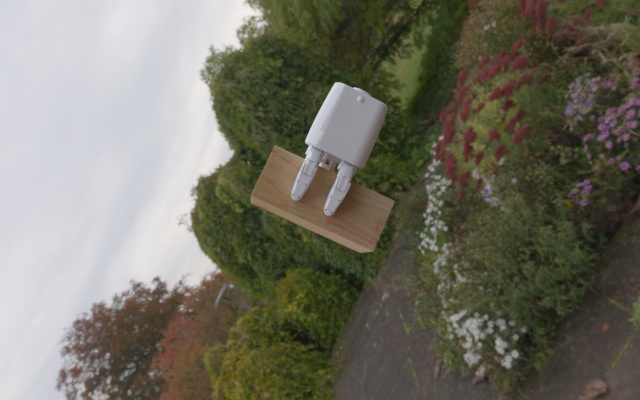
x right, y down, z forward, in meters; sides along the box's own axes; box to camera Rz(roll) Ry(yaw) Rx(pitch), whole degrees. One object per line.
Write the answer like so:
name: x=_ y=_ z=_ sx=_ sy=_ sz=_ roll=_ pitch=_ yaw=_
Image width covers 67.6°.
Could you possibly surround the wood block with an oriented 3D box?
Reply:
wood block: x=0.000 y=0.002 z=0.772 sx=0.206 sy=0.090 sz=0.091 roll=25 pitch=-10 yaw=-4
